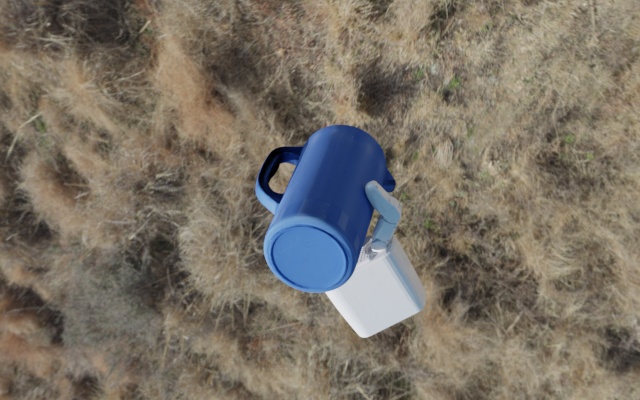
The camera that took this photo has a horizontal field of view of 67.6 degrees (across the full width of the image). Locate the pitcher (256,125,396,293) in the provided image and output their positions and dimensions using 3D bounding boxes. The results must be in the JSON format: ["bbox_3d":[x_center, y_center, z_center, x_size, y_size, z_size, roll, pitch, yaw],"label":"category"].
[{"bbox_3d":[0.000,0.002,0.630,0.149,0.145,0.242,-23,22,25],"label":"pitcher"}]
